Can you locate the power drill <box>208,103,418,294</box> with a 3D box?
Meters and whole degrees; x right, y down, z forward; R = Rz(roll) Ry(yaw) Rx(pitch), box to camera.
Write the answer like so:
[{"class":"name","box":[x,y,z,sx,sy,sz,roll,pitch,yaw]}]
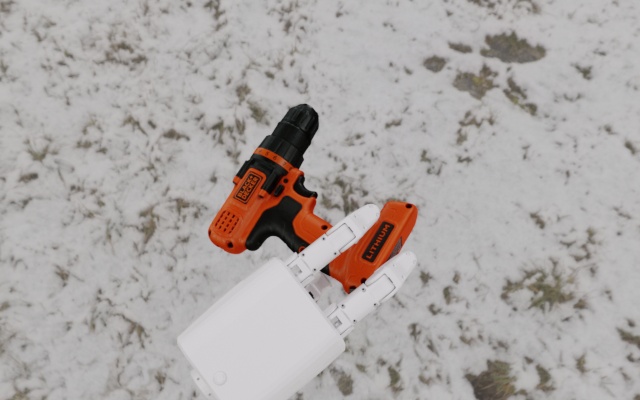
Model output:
[{"class":"power drill","box":[0.000,0.002,0.492,0.187,0.184,0.057,26,-12,21]}]
